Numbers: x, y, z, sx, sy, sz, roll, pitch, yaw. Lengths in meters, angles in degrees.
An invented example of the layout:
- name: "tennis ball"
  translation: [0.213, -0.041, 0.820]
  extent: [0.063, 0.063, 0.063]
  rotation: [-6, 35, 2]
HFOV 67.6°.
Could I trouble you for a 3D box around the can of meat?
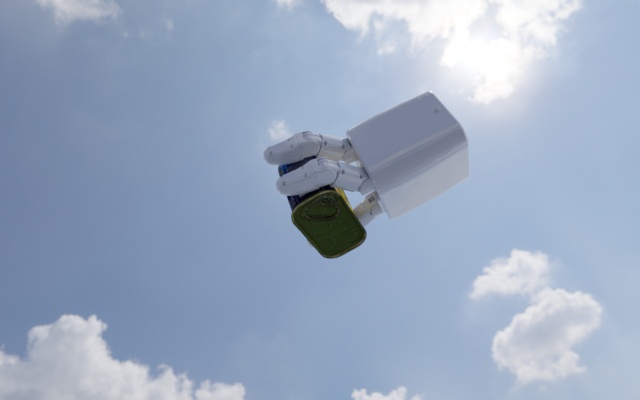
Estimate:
- name: "can of meat"
  translation: [0.000, 0.002, 0.533]
  extent: [0.057, 0.084, 0.102]
  rotation: [-30, -45, 8]
